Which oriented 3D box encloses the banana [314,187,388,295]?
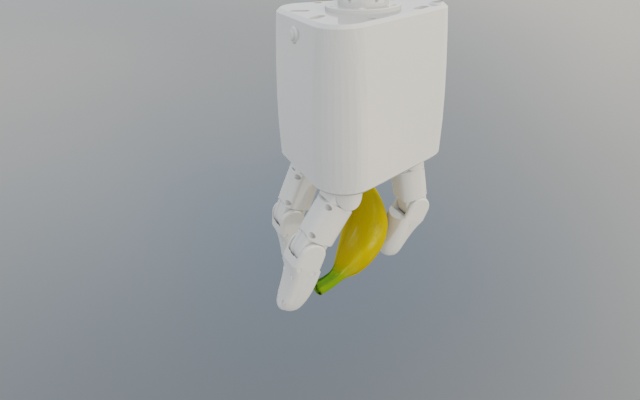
[{"bbox_3d":[0.019,0.001,0.424,0.069,0.037,0.197,-6,32,-2],"label":"banana"}]
